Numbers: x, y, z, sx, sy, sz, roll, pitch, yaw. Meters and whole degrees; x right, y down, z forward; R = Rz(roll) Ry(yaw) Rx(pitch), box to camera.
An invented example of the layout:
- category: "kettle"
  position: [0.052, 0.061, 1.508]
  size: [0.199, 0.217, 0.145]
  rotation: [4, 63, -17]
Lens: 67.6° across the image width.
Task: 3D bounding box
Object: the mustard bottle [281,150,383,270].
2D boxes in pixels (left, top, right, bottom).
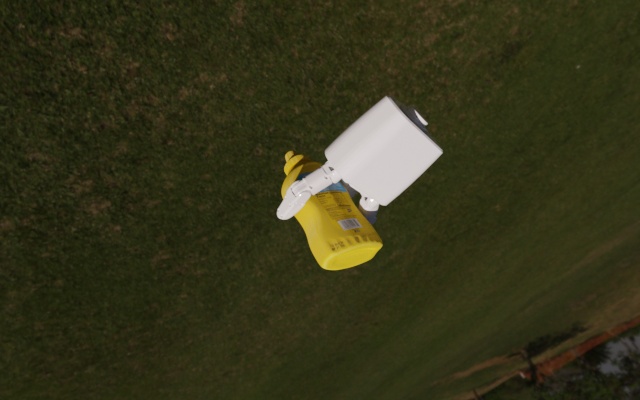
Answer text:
- category: "mustard bottle"
  position: [0.000, 0.003, 0.658]
  size: [0.096, 0.191, 0.058]
  rotation: [-7, -37, -37]
